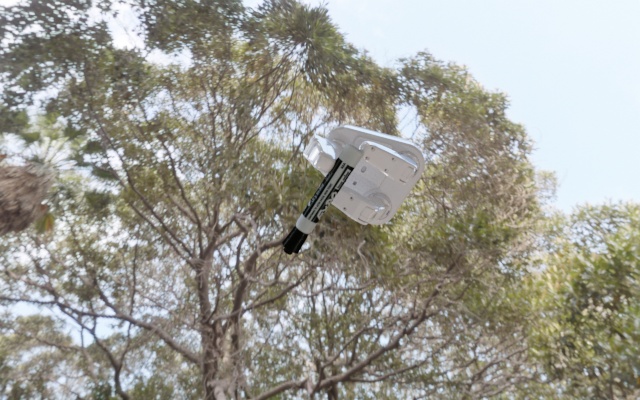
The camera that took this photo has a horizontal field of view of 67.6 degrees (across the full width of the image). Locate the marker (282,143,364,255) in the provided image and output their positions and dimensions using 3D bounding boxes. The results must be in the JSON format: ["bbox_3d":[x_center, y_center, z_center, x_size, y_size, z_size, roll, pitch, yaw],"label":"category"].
[{"bbox_3d":[0.000,0.001,0.448,0.020,0.121,0.020,31,15,-9],"label":"marker"}]
